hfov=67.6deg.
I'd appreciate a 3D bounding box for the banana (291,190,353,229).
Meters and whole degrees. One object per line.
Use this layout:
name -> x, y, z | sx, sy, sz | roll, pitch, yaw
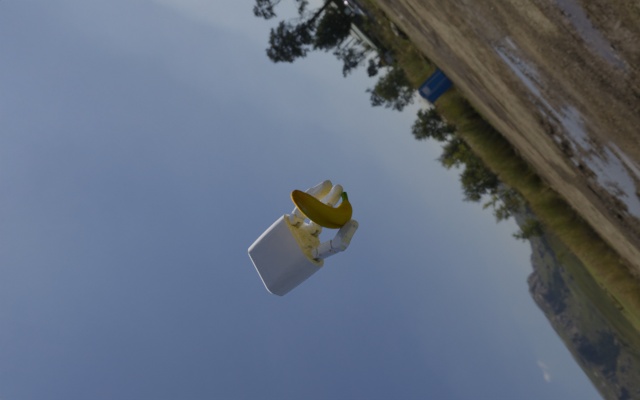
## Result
banana -> 0.012, 0.018, 0.816 | 0.037, 0.069, 0.198 | -39, -17, 19
